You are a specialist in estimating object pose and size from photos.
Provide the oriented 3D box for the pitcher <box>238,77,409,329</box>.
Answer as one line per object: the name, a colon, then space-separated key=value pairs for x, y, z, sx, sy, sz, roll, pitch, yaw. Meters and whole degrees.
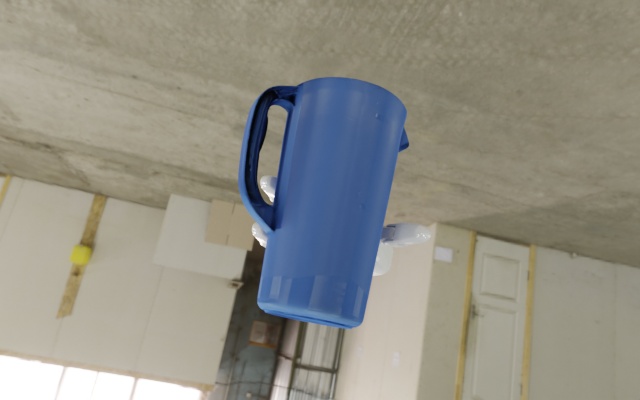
pitcher: x=0.000 y=0.002 z=0.502 sx=0.149 sy=0.242 sz=0.145 roll=5 pitch=-17 yaw=20
